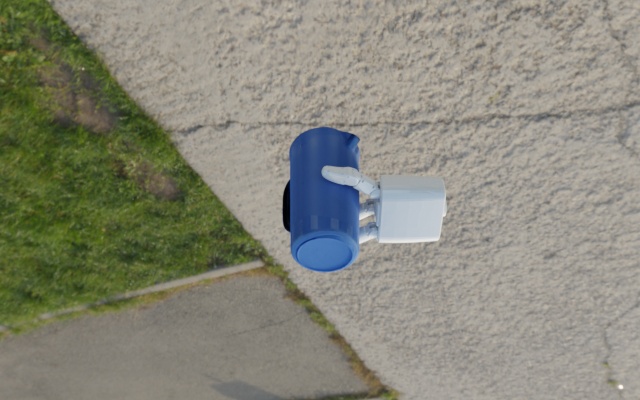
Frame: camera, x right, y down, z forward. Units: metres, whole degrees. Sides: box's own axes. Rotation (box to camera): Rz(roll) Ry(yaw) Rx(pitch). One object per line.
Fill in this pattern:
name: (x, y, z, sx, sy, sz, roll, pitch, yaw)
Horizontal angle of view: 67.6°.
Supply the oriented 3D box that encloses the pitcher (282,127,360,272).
pitcher: (0.000, 0.003, 0.826, 0.145, 0.242, 0.149, 1, -43, 0)
